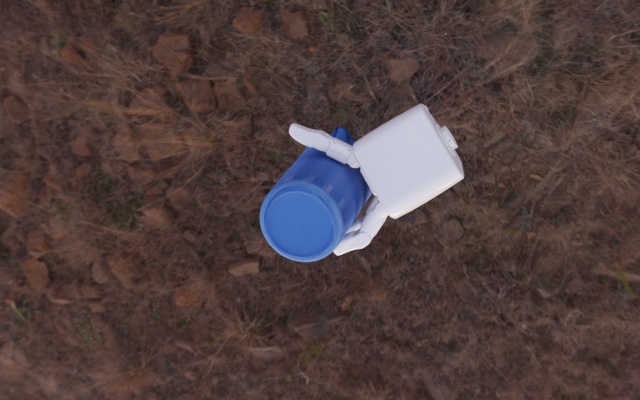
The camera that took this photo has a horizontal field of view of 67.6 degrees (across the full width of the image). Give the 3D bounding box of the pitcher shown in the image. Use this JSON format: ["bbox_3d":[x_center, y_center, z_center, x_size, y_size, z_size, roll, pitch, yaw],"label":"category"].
[{"bbox_3d":[0.000,0.002,0.693,0.145,0.149,0.242,-31,8,21],"label":"pitcher"}]
